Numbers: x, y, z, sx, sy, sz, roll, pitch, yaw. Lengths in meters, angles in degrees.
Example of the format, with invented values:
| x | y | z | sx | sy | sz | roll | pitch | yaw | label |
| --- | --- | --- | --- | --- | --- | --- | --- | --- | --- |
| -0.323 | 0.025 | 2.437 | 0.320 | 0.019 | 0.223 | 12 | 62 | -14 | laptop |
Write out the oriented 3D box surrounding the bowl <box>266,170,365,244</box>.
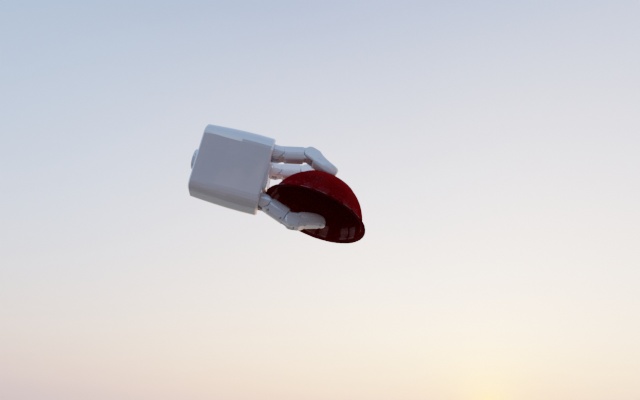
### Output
| x | y | z | sx | sy | sz | roll | pitch | yaw | label |
| --- | --- | --- | --- | --- | --- | --- | --- | --- | --- |
| 0.001 | 0.003 | 0.728 | 0.162 | 0.055 | 0.162 | 19 | -27 | 10 | bowl |
